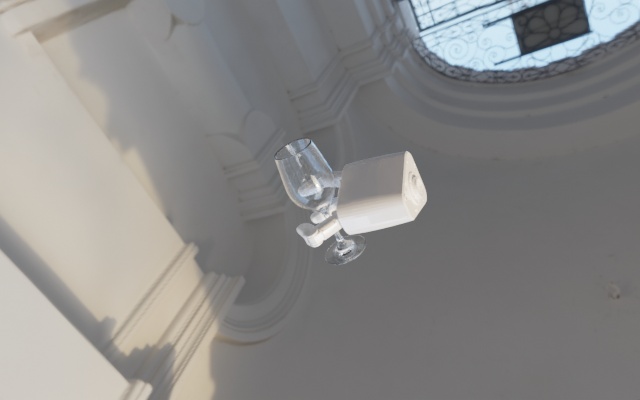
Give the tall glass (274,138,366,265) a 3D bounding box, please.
[{"bbox_3d":[0.000,0.003,0.750,0.079,0.201,0.079,-22,26,12],"label":"tall glass"}]
